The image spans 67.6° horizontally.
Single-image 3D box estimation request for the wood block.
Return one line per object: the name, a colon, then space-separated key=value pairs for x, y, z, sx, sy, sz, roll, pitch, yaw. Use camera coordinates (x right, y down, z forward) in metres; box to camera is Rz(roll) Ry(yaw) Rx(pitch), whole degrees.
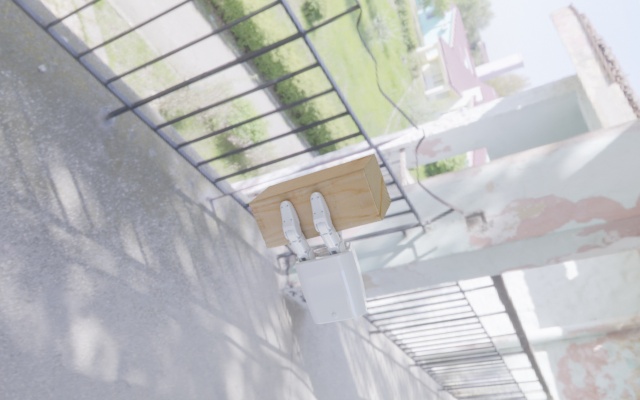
wood block: x=0.000 y=0.003 z=0.792 sx=0.206 sy=0.090 sz=0.090 roll=-16 pitch=14 yaw=23
